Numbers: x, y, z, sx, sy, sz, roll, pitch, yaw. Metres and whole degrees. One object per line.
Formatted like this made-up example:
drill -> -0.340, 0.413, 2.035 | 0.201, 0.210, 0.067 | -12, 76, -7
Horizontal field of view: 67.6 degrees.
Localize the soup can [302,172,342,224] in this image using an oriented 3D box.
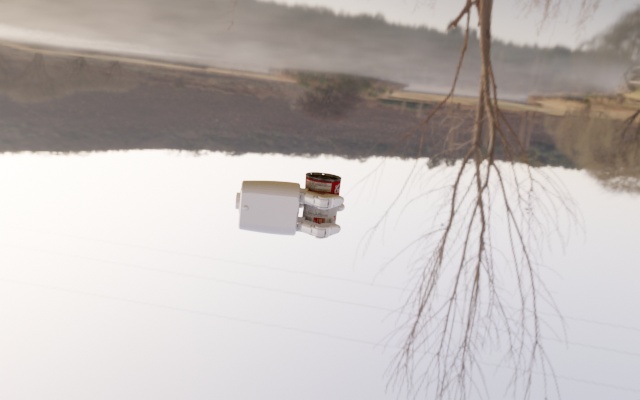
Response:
soup can -> 0.001, 0.003, 0.898 | 0.068, 0.102, 0.068 | 6, 13, -1
